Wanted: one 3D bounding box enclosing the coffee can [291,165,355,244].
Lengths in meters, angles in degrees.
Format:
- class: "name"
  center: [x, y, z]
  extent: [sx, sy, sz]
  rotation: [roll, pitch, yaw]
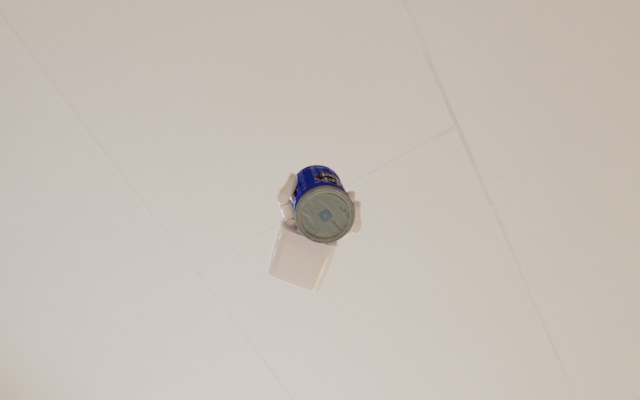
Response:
- class: "coffee can"
  center: [0.000, 0.003, 0.870]
  extent: [0.103, 0.103, 0.140]
  rotation: [0, 20, -7]
